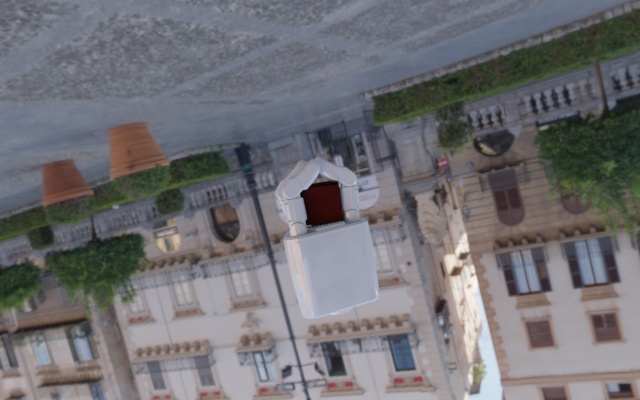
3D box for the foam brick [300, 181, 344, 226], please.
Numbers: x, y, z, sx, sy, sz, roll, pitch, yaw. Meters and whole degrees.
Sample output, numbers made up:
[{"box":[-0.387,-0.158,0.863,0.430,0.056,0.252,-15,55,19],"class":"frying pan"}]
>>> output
[{"box":[0.000,0.002,0.645,0.053,0.051,0.078,-8,4,0],"class":"foam brick"}]
